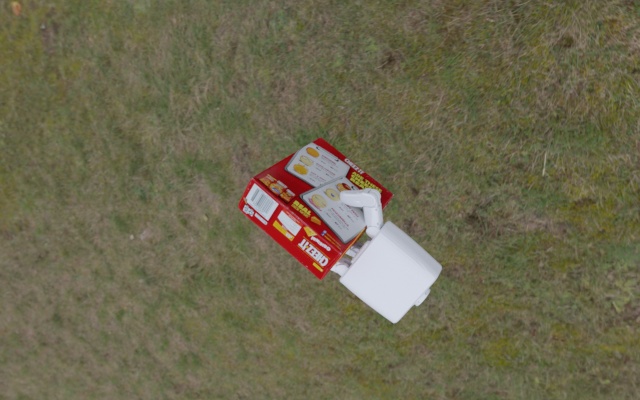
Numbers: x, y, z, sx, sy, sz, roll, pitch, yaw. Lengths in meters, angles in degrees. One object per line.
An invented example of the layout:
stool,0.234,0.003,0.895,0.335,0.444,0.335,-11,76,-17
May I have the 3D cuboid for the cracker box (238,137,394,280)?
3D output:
cracker box,0.000,0.002,0.743,0.164,0.072,0.213,40,35,8
